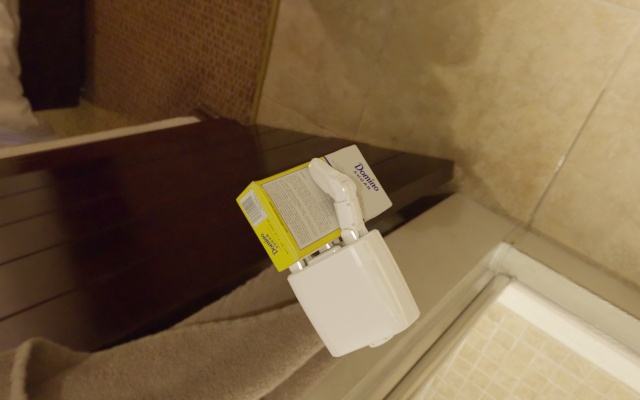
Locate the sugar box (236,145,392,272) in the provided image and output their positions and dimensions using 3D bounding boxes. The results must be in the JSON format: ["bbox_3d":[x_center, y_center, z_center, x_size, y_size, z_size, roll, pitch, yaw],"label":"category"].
[{"bbox_3d":[0.000,0.002,0.547,0.176,0.093,0.048,-24,-9,-47],"label":"sugar box"}]
